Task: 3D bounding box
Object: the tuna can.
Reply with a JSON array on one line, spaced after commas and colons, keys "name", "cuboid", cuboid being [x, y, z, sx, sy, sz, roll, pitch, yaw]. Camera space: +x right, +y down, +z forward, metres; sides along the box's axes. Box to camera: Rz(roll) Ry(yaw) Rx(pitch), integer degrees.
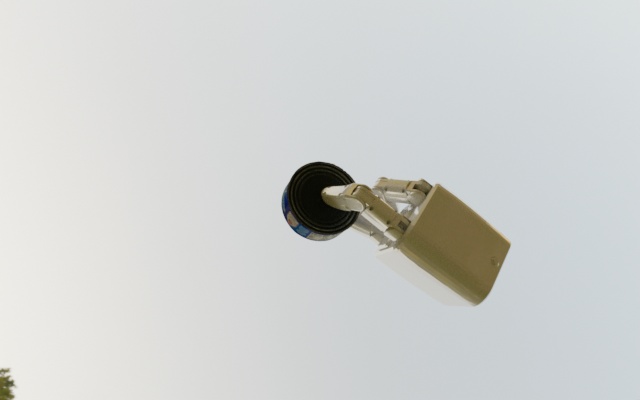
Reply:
[{"name": "tuna can", "cuboid": [0.000, 0.002, 0.536, 0.086, 0.086, 0.034, 0, -20, -20]}]
